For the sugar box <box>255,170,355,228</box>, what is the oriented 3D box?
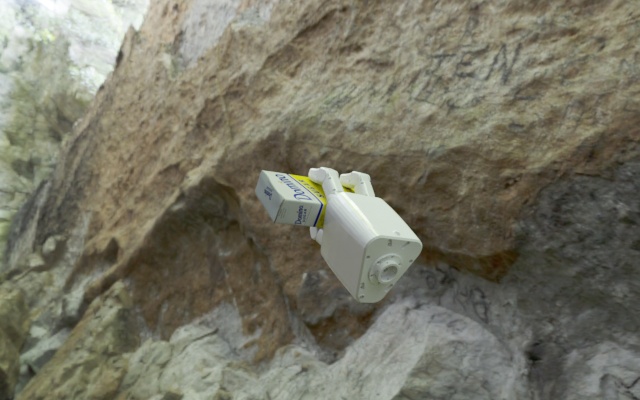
[{"bbox_3d":[0.000,0.002,0.713,0.176,0.048,0.093,10,24,-32],"label":"sugar box"}]
